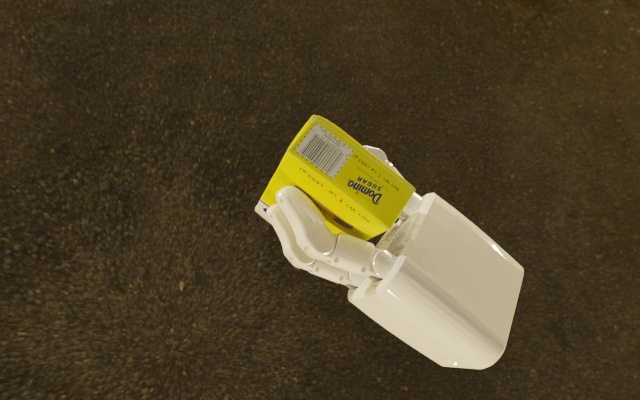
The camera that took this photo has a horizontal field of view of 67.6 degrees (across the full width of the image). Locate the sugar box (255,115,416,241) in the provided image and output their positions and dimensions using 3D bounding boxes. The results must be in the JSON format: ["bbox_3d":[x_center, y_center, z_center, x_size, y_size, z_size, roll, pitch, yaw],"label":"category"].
[{"bbox_3d":[0.000,0.002,0.415,0.093,0.048,0.176,38,-23,-2],"label":"sugar box"}]
